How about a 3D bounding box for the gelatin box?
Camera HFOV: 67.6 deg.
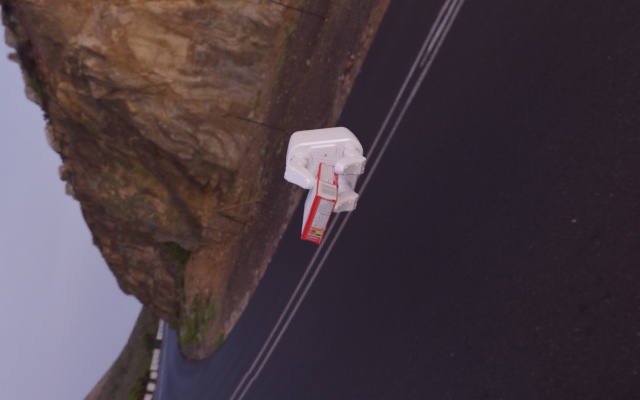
[{"bbox_3d":[0.000,0.002,0.640,0.030,0.073,0.089,16,32,-7],"label":"gelatin box"}]
